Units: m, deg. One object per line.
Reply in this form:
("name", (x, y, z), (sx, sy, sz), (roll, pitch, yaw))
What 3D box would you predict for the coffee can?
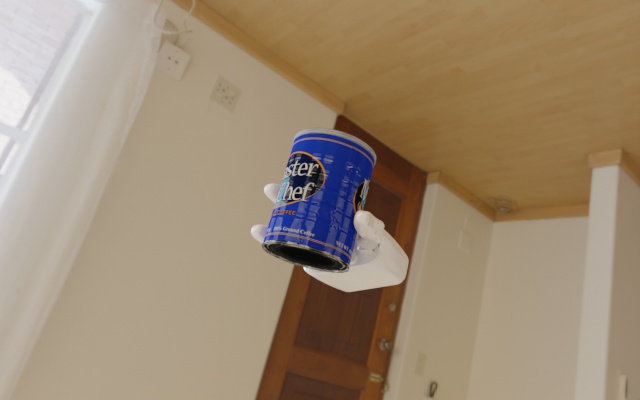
("coffee can", (0.000, 0.002, 0.556), (0.103, 0.140, 0.103), (14, -19, 5))
